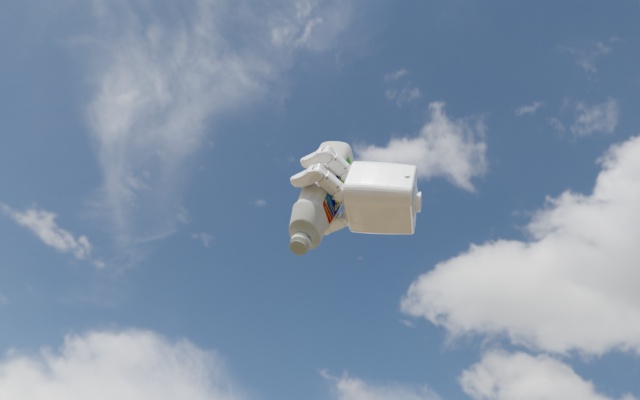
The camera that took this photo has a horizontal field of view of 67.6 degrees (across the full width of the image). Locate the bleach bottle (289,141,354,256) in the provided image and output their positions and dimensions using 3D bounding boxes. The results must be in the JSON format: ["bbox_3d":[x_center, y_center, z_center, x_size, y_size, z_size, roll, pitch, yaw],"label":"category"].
[{"bbox_3d":[0.000,0.002,0.797,0.068,0.103,0.250,4,37,16],"label":"bleach bottle"}]
